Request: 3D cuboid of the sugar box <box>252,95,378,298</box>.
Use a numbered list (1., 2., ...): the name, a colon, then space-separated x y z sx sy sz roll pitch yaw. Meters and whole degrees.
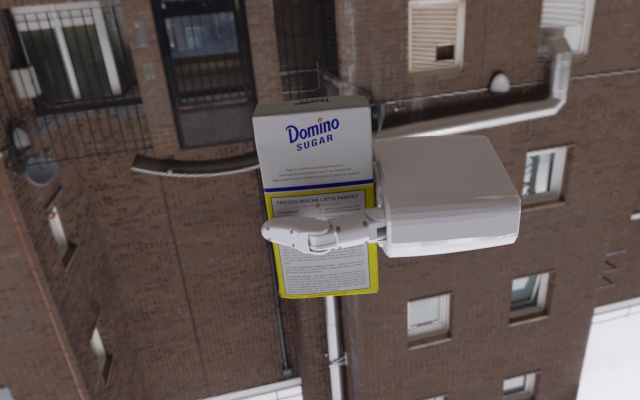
1. sugar box: 0.000 0.001 0.416 0.093 0.176 0.048 -4 24 1
